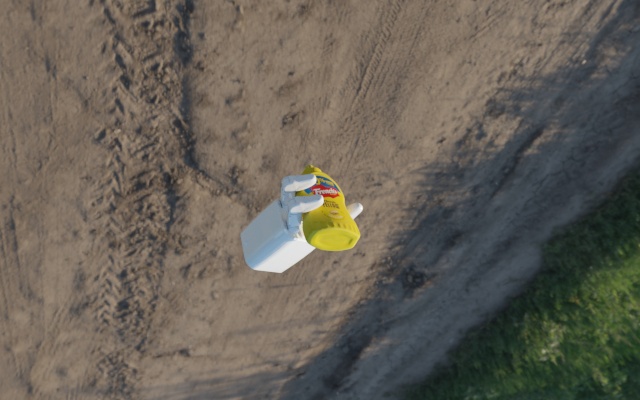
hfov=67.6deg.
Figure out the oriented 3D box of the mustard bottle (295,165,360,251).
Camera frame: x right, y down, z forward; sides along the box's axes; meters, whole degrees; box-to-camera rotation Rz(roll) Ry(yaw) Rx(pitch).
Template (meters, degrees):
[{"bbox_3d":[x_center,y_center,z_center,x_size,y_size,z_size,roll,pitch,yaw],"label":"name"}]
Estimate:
[{"bbox_3d":[0.000,0.003,0.866,0.096,0.058,0.191,7,40,-25],"label":"mustard bottle"}]
